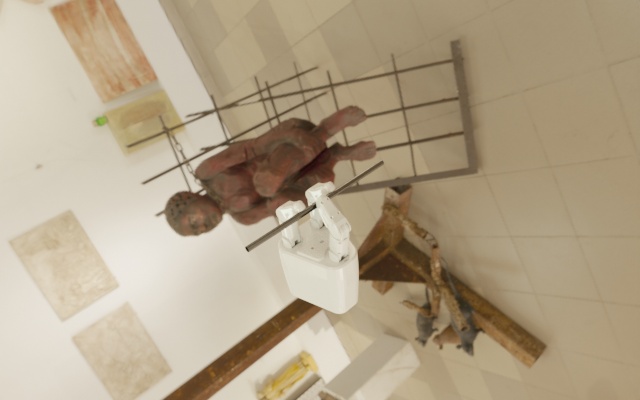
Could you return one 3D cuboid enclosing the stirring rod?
[{"bbox_3d":[0.000,0.002,0.635,0.239,0.011,0.011,-33,17,-28],"label":"stirring rod"}]
